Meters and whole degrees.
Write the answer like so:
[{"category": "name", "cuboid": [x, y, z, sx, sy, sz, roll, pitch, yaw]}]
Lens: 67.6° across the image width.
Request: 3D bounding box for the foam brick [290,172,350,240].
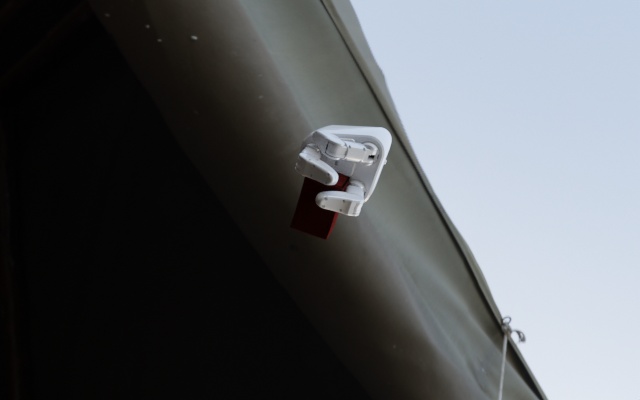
[{"category": "foam brick", "cuboid": [0.000, 0.002, 0.626, 0.053, 0.078, 0.051, 21, 21, 6]}]
